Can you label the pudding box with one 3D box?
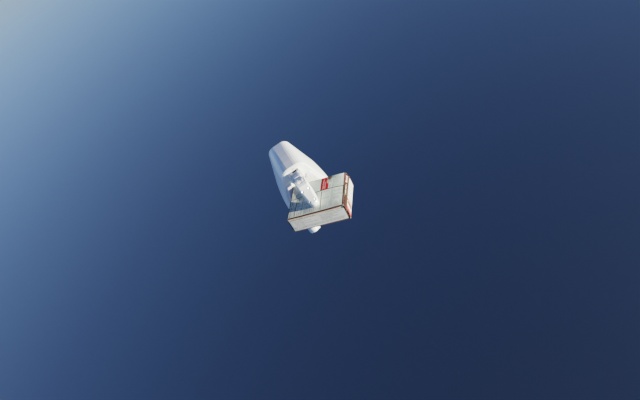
[{"bbox_3d":[0.000,0.003,0.860,0.113,0.090,0.039,-16,-49,22],"label":"pudding box"}]
